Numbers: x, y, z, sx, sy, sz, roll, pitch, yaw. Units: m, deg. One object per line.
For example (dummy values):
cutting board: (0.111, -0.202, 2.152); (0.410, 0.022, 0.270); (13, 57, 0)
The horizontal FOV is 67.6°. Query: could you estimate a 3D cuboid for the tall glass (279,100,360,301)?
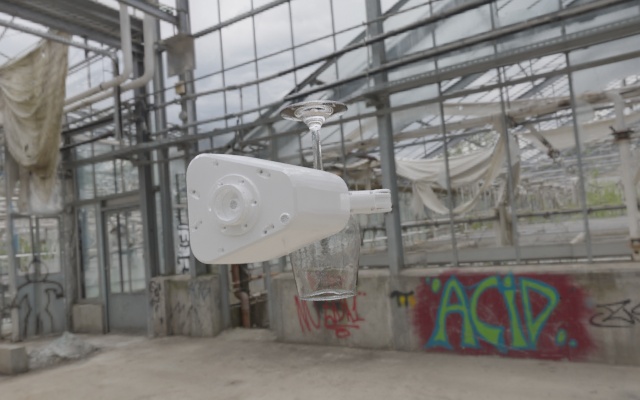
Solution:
tall glass: (0.000, 0.001, 0.509); (0.079, 0.201, 0.079); (-5, -4, 0)
